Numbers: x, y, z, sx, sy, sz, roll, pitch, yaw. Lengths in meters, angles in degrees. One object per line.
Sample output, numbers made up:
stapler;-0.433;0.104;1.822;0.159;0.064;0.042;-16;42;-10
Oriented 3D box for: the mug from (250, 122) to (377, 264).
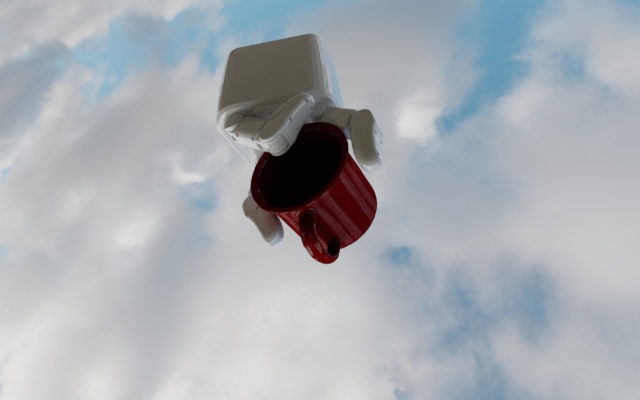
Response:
mug;0.000;0.003;0.414;0.093;0.117;0.081;-21;-42;19
